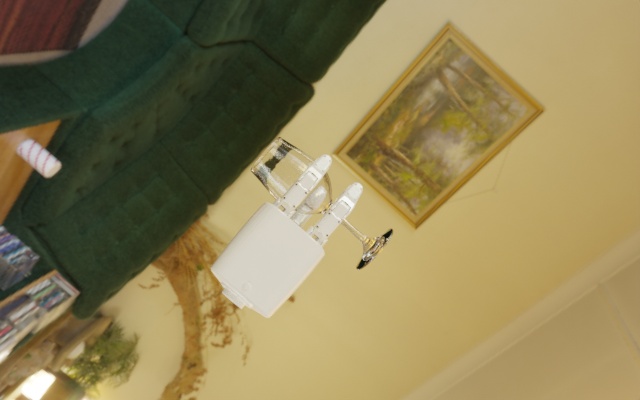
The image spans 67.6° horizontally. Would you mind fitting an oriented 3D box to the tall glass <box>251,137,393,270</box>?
[{"bbox_3d":[0.001,0.002,0.651,0.201,0.079,0.079,41,-3,-3],"label":"tall glass"}]
